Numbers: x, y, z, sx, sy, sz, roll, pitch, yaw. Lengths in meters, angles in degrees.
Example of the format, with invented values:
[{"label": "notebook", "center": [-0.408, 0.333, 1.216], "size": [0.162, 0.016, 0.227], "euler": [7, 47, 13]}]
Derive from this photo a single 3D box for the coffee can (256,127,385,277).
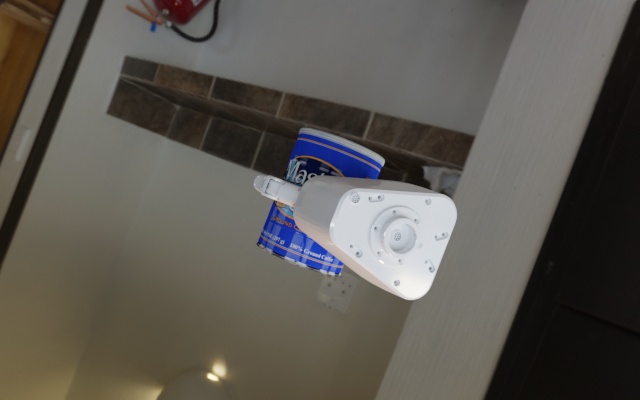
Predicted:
[{"label": "coffee can", "center": [0.000, 0.002, 0.542], "size": [0.103, 0.140, 0.103], "euler": [21, 0, 0]}]
